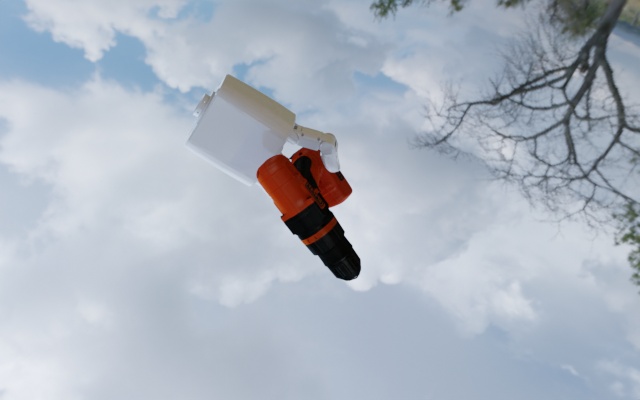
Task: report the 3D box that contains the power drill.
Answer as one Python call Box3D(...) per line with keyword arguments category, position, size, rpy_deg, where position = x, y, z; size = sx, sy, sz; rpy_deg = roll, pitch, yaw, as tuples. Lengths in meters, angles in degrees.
Box3D(category="power drill", position=(0.000, 0.002, 0.650), size=(0.057, 0.184, 0.187), rpy_deg=(-32, 12, 16))
